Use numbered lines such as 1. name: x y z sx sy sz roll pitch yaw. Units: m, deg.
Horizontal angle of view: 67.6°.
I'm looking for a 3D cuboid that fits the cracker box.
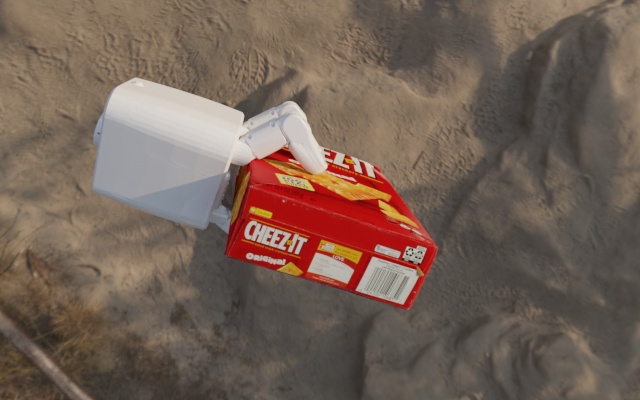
1. cracker box: 0.000 0.002 0.468 0.164 0.072 0.213 18 18 -13
